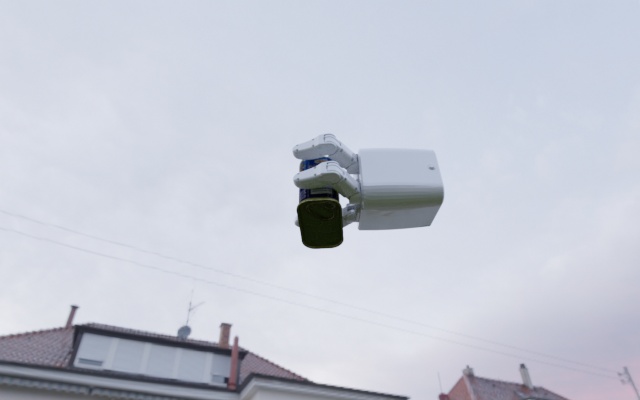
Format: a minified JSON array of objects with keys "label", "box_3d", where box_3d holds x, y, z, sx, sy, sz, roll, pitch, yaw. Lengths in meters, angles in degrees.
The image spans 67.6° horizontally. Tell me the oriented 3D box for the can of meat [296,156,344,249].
[{"label":"can of meat","box_3d":[0.000,0.002,0.647,0.057,0.083,0.102,-3,-41,3]}]
